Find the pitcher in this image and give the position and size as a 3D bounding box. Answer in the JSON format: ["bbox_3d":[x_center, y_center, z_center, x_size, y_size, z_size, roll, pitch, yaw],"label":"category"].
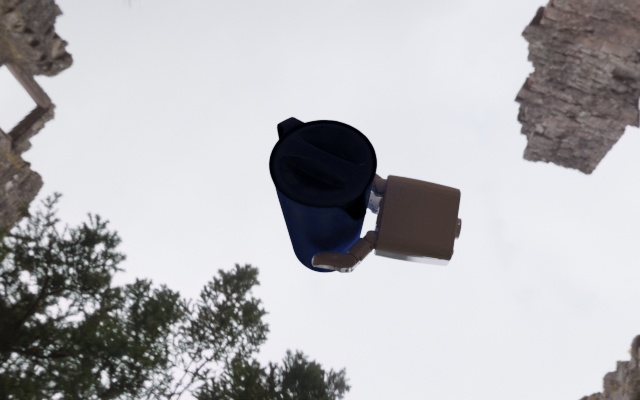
[{"bbox_3d":[0.000,0.002,0.684,0.145,0.149,0.243,9,-30,6],"label":"pitcher"}]
